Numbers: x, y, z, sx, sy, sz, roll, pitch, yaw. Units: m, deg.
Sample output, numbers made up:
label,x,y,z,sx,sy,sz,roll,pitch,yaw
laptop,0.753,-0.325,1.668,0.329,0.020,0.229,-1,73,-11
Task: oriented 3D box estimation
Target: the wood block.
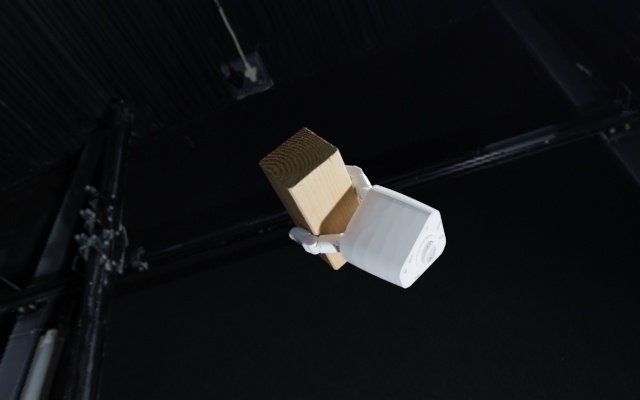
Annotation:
label,x,y,z,sx,sy,sz,roll,pitch,yaw
wood block,0.000,0.003,0.742,0.091,0.206,0.090,-39,47,-12
